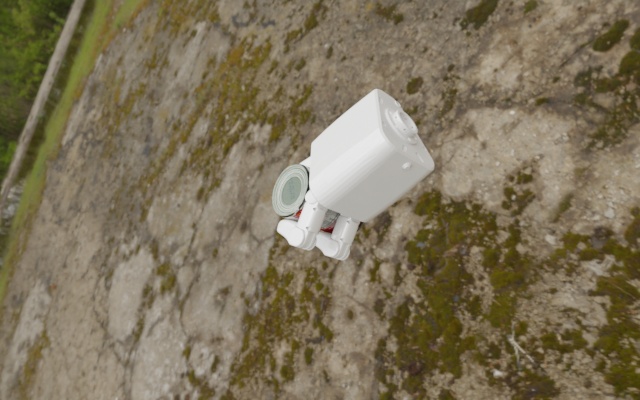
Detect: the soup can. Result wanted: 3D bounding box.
[{"bbox_3d":[0.000,0.002,0.591,0.102,0.068,0.068,22,-14,-39],"label":"soup can"}]
